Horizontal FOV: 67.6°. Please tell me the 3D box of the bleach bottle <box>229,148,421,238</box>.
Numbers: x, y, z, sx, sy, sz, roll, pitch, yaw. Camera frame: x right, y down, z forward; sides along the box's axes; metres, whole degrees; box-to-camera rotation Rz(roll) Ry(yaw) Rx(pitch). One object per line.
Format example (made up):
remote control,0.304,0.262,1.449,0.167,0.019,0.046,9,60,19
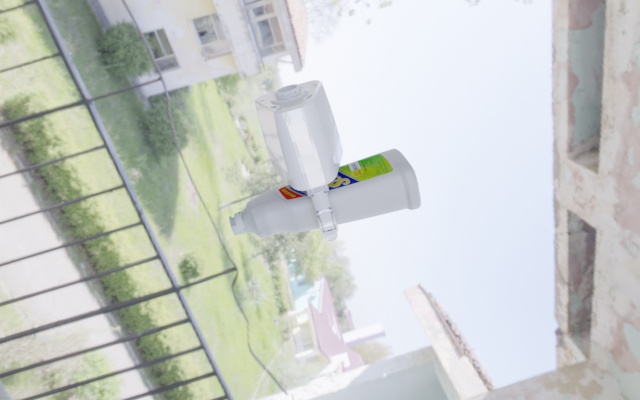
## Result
bleach bottle,0.000,0.002,0.649,0.251,0.068,0.102,-17,28,0
